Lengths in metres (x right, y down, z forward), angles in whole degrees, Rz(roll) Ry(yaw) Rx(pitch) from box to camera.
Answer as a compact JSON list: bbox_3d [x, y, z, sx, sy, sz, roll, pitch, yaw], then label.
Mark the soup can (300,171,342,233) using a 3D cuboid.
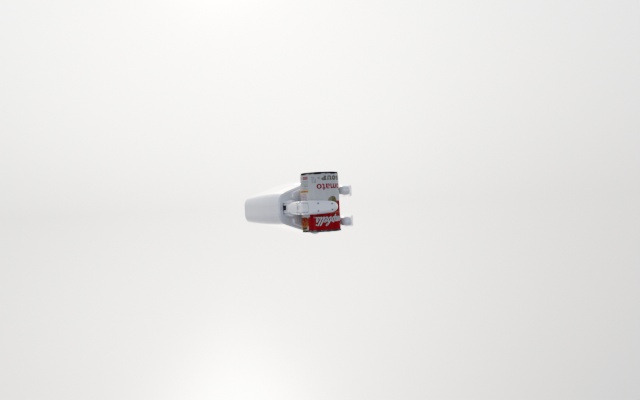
[{"bbox_3d":[0.000,0.002,0.824,0.068,0.102,0.068,-3,0,0],"label":"soup can"}]
